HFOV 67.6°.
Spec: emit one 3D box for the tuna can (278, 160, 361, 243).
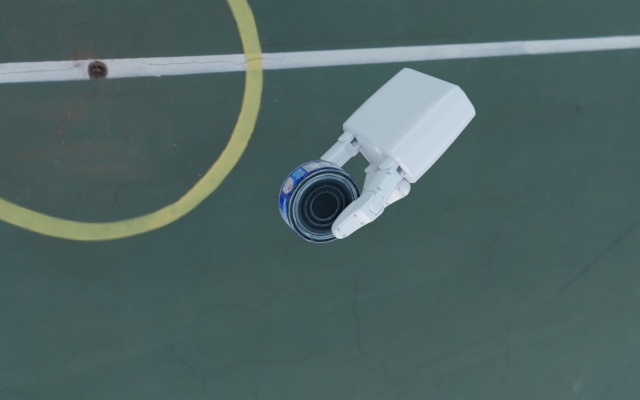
[{"bbox_3d":[0.000,0.002,0.514,0.086,0.086,0.033,0,19,-22],"label":"tuna can"}]
